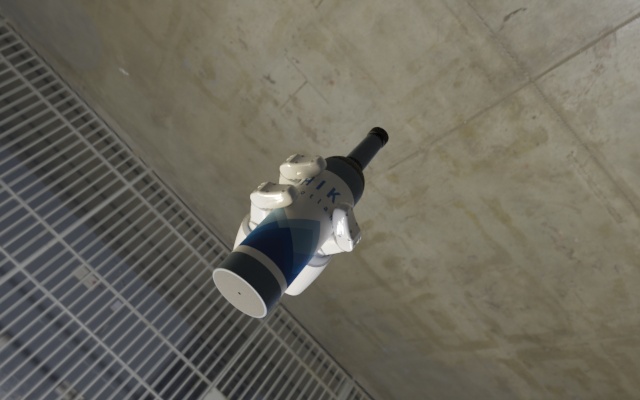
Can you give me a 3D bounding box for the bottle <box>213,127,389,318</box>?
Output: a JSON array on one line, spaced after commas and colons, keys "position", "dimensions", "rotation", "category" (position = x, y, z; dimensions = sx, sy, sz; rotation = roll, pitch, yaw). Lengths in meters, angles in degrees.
[{"position": [0.000, 0.002, 0.547], "dimensions": [0.069, 0.069, 0.295], "rotation": [0, 37, 42], "category": "bottle"}]
